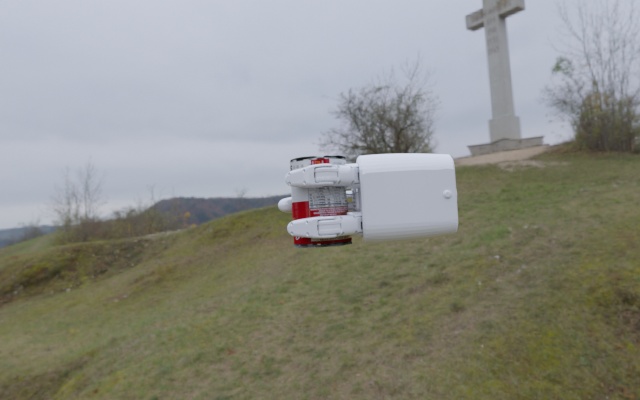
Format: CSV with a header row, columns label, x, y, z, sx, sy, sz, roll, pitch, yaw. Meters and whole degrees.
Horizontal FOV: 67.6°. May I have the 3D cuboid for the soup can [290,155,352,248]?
label,x,y,z,sx,sy,sz,roll,pitch,yaw
soup can,0.000,0.002,0.557,0.068,0.102,0.068,-3,-2,0
